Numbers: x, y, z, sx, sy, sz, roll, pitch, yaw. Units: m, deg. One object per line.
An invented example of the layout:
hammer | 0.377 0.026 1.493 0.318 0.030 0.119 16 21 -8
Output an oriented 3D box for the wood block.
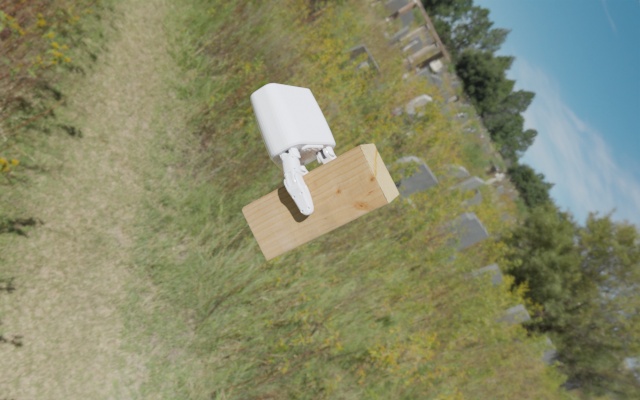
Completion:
wood block | 0.000 0.002 0.717 0.206 0.090 0.091 -27 -1 21
